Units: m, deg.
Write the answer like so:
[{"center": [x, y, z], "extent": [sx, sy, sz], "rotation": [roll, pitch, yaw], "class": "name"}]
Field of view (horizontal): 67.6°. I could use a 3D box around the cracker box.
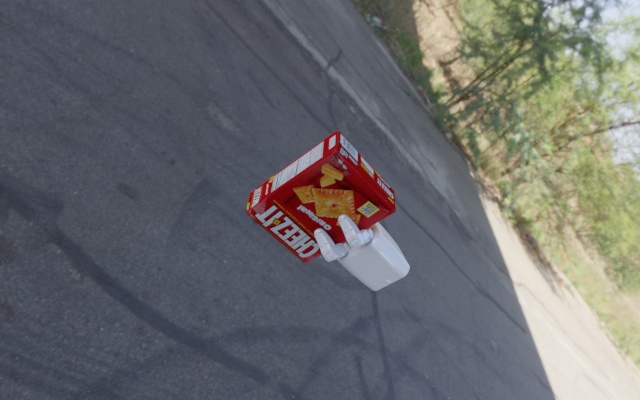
[{"center": [0.000, 0.003, 0.850], "extent": [0.214, 0.164, 0.072], "rotation": [-33, 28, 26], "class": "cracker box"}]
